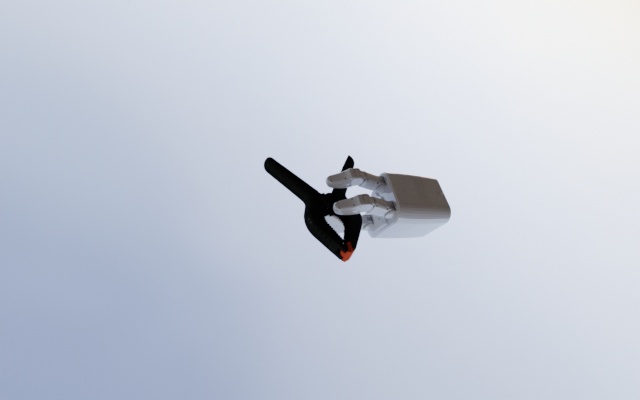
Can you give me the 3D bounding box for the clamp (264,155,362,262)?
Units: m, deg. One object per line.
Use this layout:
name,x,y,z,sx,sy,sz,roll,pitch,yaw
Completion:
clamp,0.000,0.003,0.763,0.164,0.209,0.036,1,-40,-20
